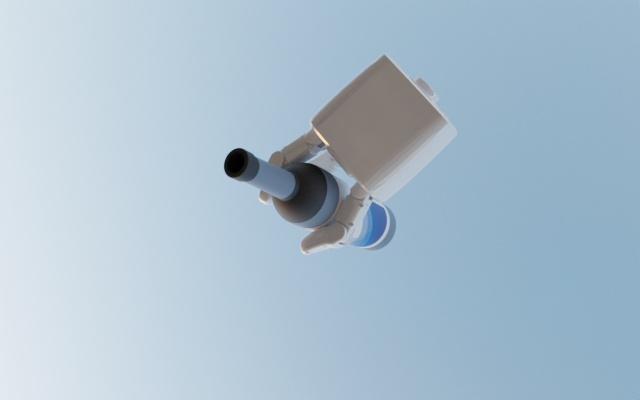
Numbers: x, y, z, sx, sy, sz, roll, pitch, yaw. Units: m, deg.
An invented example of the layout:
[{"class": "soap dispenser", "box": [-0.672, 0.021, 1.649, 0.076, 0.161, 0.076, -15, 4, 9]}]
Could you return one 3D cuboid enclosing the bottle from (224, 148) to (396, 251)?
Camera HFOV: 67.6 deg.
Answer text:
[{"class": "bottle", "box": [0.000, 0.002, 0.530, 0.069, 0.069, 0.296, 0, -13, 30]}]
